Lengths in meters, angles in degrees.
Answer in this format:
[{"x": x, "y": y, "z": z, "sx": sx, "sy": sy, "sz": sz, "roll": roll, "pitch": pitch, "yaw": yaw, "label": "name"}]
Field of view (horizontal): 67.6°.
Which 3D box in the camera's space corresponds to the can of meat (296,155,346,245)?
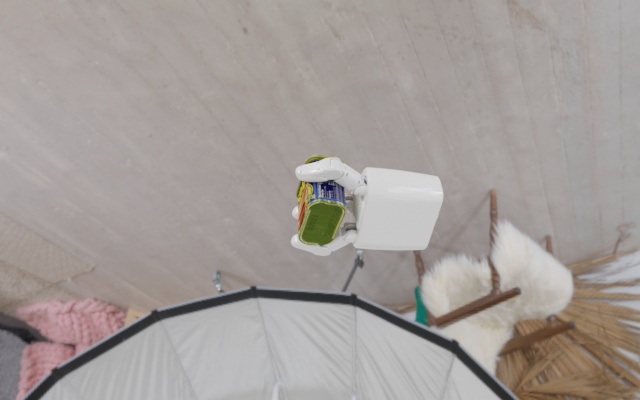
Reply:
[{"x": 0.000, "y": 0.002, "z": 0.665, "sx": 0.057, "sy": 0.083, "sz": 0.102, "roll": 7, "pitch": -41, "yaw": -11, "label": "can of meat"}]
